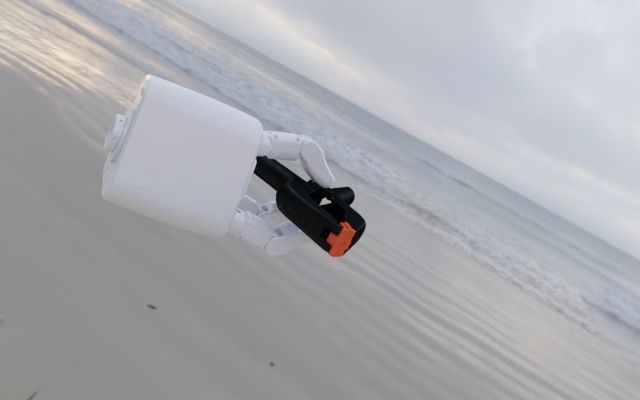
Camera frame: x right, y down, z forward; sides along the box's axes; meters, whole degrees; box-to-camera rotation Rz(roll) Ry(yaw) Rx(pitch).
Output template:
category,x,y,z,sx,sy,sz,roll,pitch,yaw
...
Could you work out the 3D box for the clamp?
category,x,y,z,sx,sy,sz,roll,pitch,yaw
clamp,0.000,0.001,0.500,0.164,0.036,0.210,21,14,-29
